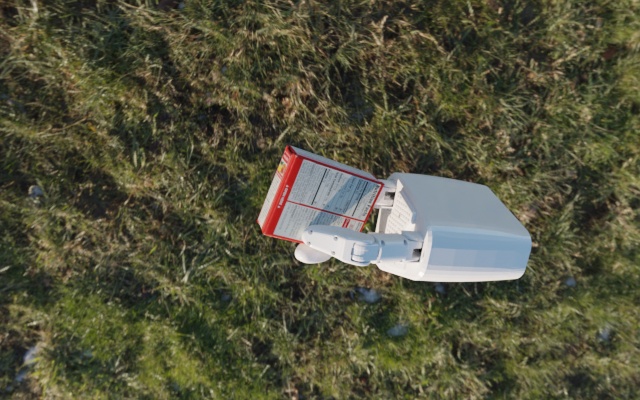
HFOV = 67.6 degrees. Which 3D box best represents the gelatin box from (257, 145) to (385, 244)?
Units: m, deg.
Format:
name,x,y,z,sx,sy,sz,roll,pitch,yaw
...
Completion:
name,x,y,z,sx,sy,sz,roll,pitch,yaw
gelatin box,0.000,0.001,0.411,0.089,0.073,0.030,16,17,-26
